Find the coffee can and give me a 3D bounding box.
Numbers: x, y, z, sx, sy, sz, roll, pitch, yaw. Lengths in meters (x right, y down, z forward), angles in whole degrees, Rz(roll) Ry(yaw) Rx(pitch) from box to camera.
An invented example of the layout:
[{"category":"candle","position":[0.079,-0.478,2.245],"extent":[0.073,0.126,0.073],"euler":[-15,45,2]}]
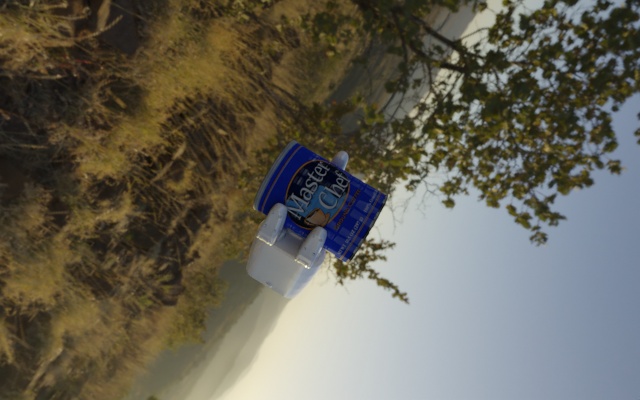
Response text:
[{"category":"coffee can","position":[0.000,0.002,0.610],"extent":[0.140,0.103,0.103],"euler":[31,1,3]}]
